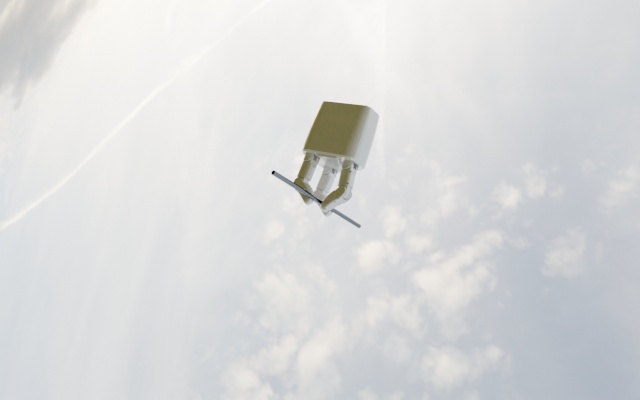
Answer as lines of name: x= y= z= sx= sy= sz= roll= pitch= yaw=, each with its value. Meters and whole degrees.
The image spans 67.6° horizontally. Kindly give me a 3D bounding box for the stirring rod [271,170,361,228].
stirring rod: x=0.000 y=0.003 z=0.826 sx=0.011 sy=0.011 sz=0.240 roll=0 pitch=-23 yaw=42
